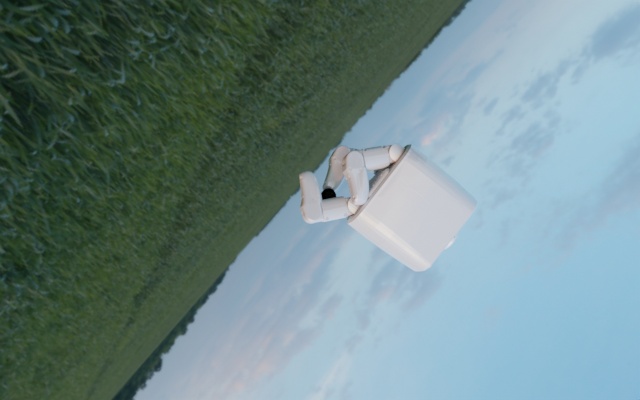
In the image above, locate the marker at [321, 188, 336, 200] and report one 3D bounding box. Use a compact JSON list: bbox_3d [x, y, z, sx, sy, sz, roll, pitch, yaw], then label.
[{"bbox_3d":[0.000,0.002,0.614,0.020,0.020,0.121,0,-8,-11],"label":"marker"}]
